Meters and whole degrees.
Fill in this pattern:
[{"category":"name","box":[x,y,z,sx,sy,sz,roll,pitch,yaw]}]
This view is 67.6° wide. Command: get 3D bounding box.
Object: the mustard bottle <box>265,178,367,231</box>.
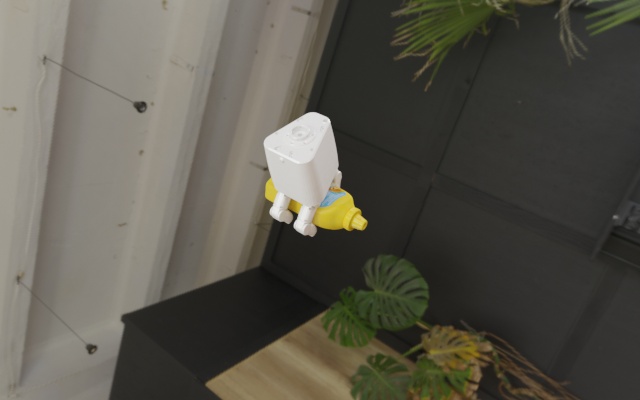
[{"category":"mustard bottle","box":[0.000,0.003,0.859,0.191,0.058,0.096,27,36,27]}]
